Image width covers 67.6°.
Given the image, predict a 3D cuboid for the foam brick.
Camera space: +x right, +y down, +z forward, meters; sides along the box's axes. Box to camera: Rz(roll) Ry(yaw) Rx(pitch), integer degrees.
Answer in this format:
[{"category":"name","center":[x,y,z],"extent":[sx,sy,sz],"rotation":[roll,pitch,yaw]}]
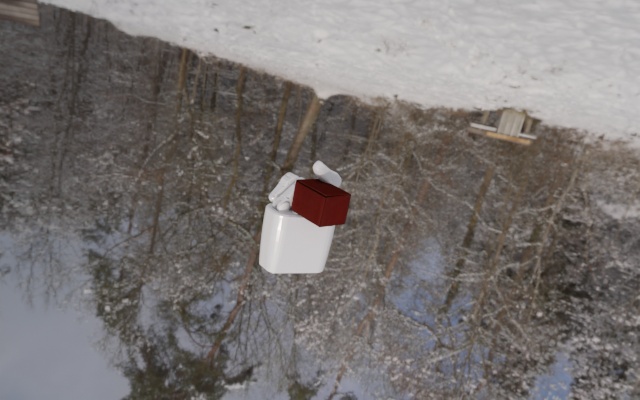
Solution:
[{"category":"foam brick","center":[0.000,0.002,0.739],"extent":[0.053,0.051,0.078],"rotation":[-4,22,-39]}]
